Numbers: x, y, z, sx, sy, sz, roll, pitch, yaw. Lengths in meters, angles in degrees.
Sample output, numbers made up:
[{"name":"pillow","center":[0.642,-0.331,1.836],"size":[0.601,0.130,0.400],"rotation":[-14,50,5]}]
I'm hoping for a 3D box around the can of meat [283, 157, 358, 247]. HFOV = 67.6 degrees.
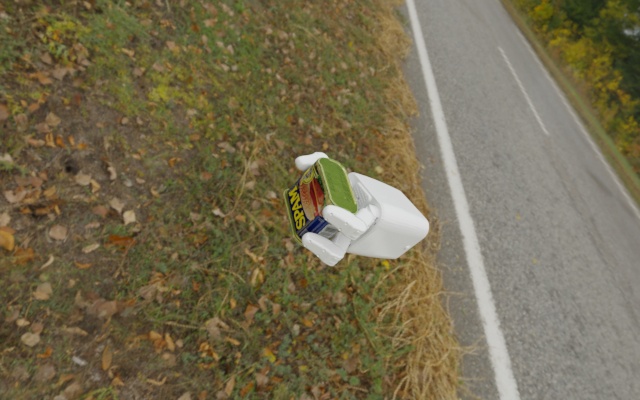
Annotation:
[{"name":"can of meat","center":[0.000,0.002,0.662],"size":[0.057,0.102,0.084],"rotation":[17,-48,-36]}]
